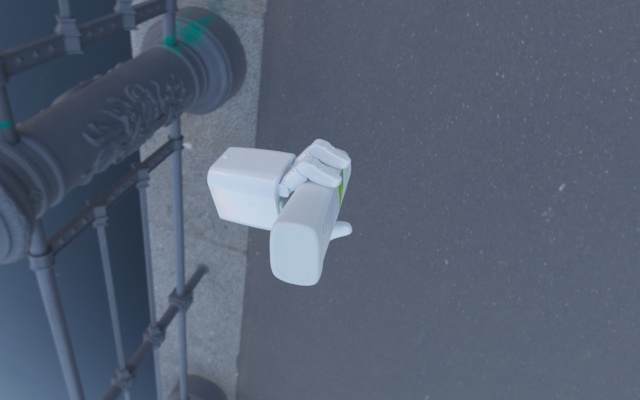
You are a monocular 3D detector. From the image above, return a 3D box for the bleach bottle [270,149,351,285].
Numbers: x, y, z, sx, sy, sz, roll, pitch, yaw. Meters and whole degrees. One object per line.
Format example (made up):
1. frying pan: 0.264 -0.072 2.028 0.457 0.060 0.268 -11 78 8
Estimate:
1. bleach bottle: 0.000 0.002 0.692 0.068 0.103 0.250 10 34 12
